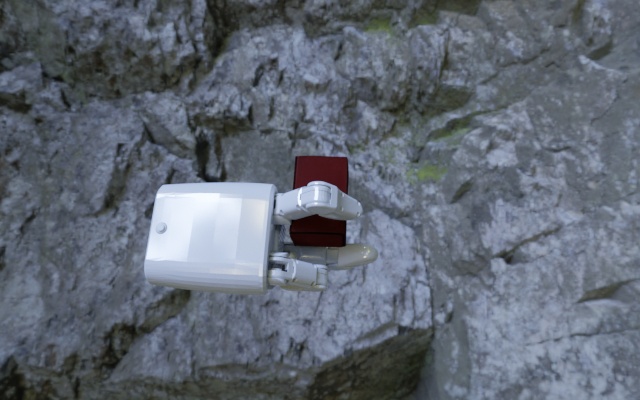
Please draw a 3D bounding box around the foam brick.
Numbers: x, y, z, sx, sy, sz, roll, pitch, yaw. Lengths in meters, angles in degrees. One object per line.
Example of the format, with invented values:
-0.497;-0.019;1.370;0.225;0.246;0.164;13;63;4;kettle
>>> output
0.000;0.001;0.459;0.051;0.078;0.053;2;-19;5;foam brick
